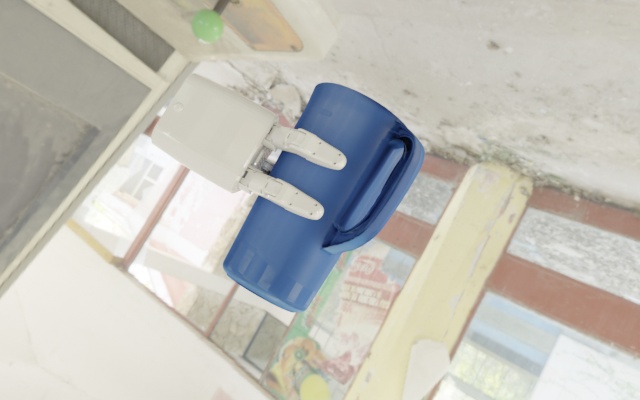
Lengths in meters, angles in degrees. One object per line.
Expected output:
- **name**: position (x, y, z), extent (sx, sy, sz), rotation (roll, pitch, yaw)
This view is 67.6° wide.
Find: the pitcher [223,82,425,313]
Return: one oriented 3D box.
- **pitcher**: position (0.000, 0.002, 0.540), extent (0.145, 0.243, 0.149), rotation (30, -7, 0)
